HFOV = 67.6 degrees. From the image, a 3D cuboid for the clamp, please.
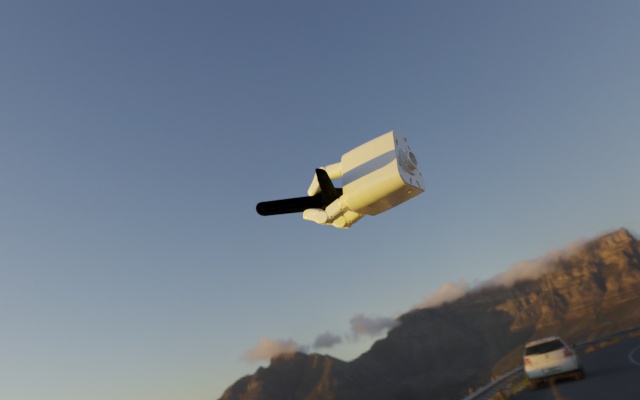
[{"bbox_3d":[0.001,0.002,0.859,0.164,0.036,0.210,-23,-24,32],"label":"clamp"}]
